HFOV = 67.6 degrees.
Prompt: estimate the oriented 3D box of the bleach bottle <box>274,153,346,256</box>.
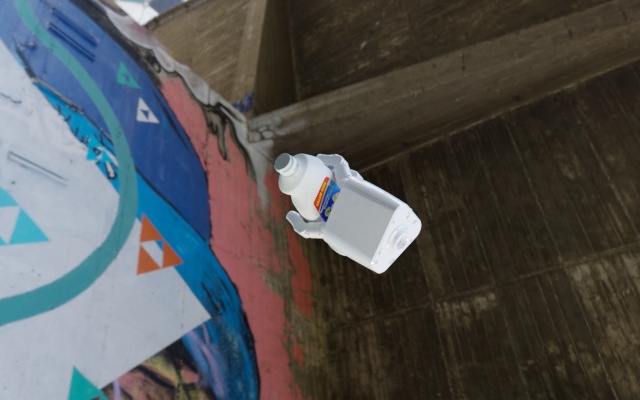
[{"bbox_3d":[0.000,0.003,0.799,0.068,0.102,0.251,32,-6,40],"label":"bleach bottle"}]
